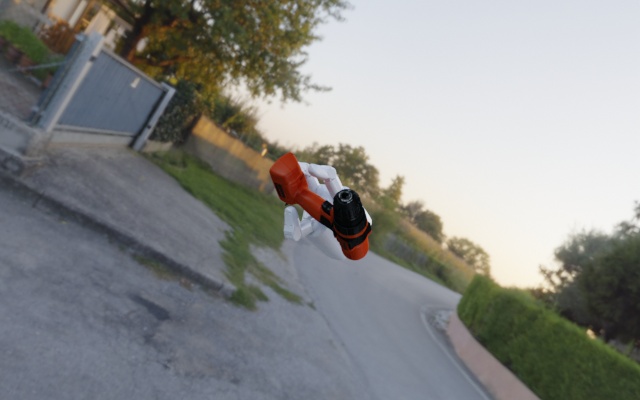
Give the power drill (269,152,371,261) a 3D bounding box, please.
[{"bbox_3d":[0.000,0.002,0.767,0.187,0.057,0.185,40,-19,28],"label":"power drill"}]
